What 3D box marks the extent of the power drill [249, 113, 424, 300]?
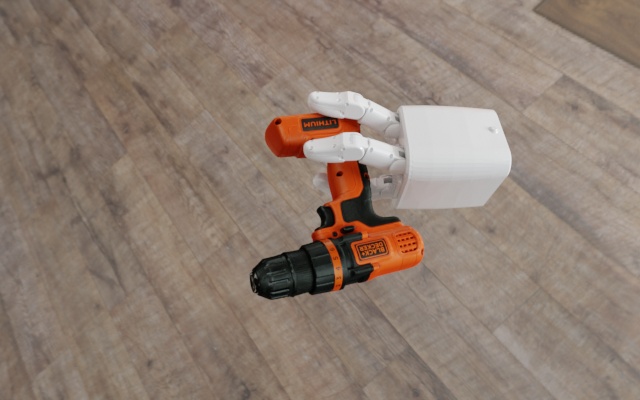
[{"bbox_3d":[0.000,0.001,0.499,0.184,0.187,0.057,-9,-19,-23],"label":"power drill"}]
